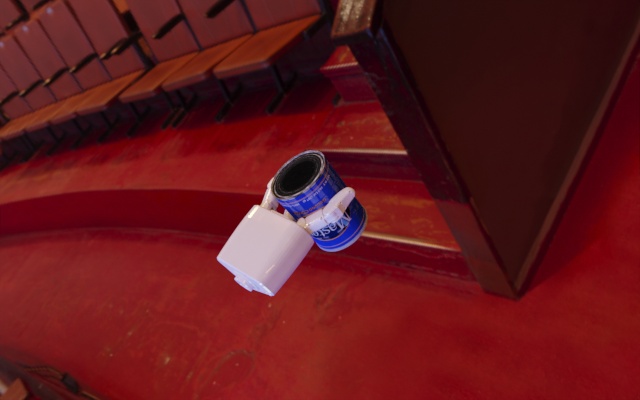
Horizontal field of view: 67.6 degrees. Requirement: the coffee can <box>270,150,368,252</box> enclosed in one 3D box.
[{"bbox_3d":[0.000,0.003,0.782,0.103,0.102,0.140,0,-39,42],"label":"coffee can"}]
